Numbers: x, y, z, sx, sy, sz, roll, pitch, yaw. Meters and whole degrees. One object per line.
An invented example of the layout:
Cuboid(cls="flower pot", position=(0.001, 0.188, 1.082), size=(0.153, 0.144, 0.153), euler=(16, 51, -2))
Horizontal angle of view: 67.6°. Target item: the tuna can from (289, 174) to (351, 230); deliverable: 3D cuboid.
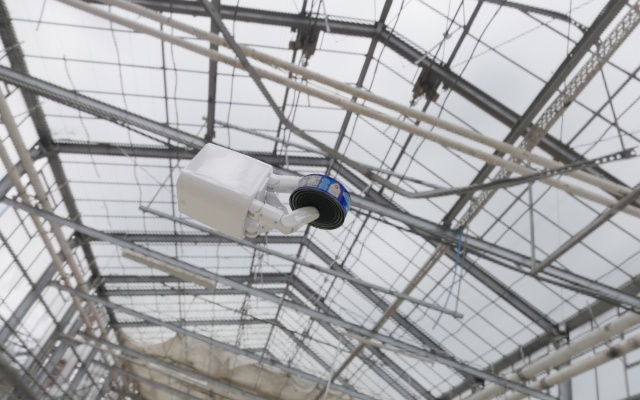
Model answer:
Cuboid(cls="tuna can", position=(0.000, 0.002, 0.686), size=(0.086, 0.033, 0.086), euler=(16, -39, 13))
